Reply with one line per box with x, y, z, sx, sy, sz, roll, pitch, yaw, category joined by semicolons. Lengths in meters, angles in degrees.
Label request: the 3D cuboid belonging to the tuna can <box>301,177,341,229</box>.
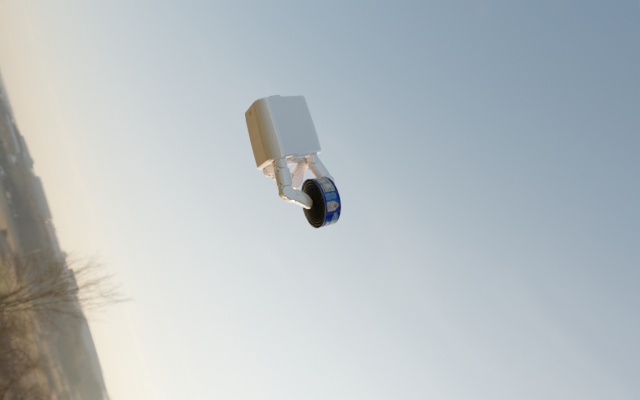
0.001;0.003;0.816;0.034;0.086;0.086;-12;5;-27;tuna can
